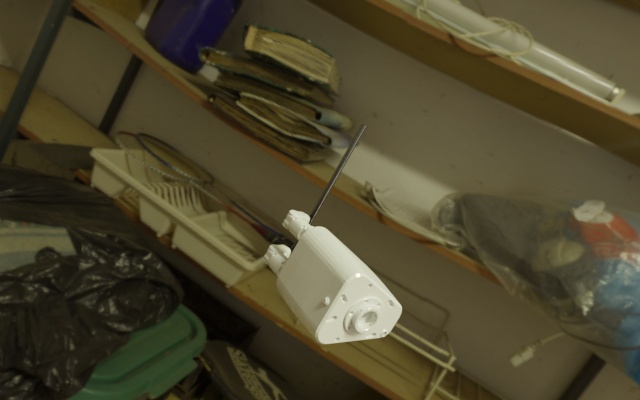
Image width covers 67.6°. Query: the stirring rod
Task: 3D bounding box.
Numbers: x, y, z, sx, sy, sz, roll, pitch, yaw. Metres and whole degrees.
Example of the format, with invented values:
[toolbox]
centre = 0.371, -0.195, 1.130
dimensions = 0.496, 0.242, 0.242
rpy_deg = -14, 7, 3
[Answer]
[stirring rod]
centre = 0.000, 0.002, 0.659
dimensions = 0.011, 0.239, 0.011
rpy_deg = 29, 10, -5
